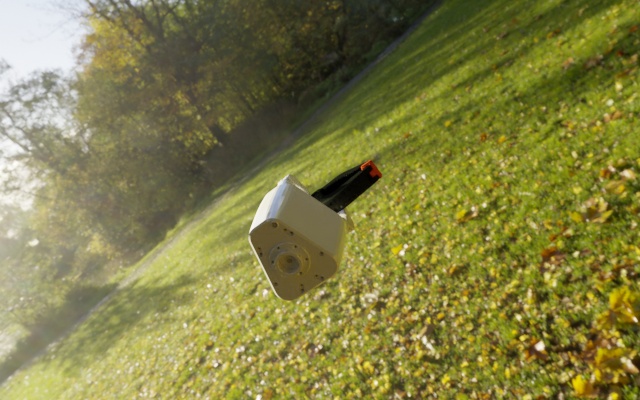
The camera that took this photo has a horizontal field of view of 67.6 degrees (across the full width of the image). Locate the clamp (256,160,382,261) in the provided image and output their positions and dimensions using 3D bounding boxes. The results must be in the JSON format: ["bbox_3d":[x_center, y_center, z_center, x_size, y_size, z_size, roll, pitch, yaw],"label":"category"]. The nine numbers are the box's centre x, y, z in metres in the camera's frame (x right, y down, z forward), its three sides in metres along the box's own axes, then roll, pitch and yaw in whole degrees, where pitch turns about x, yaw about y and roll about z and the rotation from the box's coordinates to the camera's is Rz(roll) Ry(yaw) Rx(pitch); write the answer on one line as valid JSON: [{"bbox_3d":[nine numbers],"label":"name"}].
[{"bbox_3d":[0.000,0.002,0.725,0.210,0.036,0.164,-35,15,18],"label":"clamp"}]
